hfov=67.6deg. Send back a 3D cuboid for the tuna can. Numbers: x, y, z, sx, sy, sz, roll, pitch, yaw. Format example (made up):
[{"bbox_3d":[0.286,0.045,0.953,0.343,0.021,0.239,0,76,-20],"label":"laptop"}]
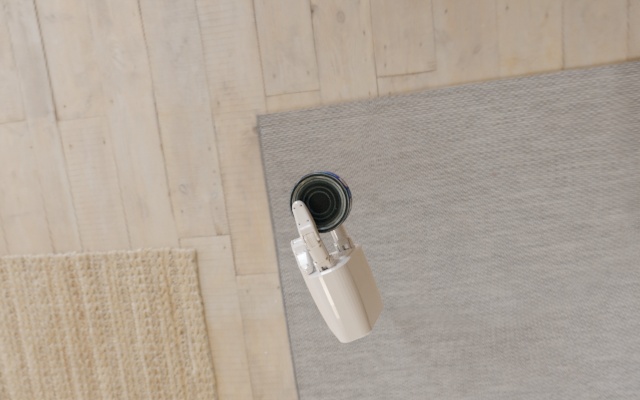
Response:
[{"bbox_3d":[0.000,0.002,0.662,0.086,0.086,0.034,0,5,8],"label":"tuna can"}]
